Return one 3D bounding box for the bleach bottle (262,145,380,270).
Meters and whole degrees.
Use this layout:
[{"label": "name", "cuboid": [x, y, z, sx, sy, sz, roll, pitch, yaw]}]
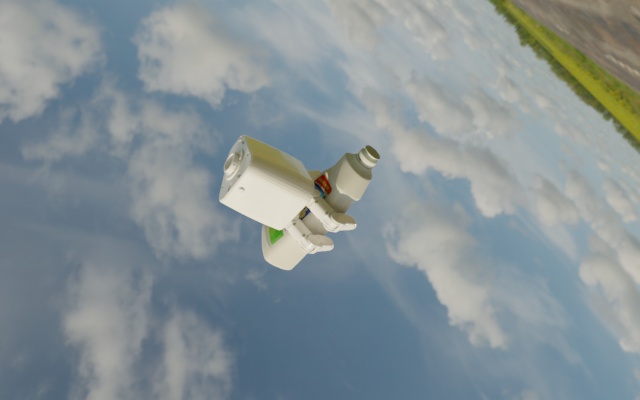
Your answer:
[{"label": "bleach bottle", "cuboid": [0.000, 0.003, 0.762, 0.068, 0.102, 0.251, 27, -56, -27]}]
